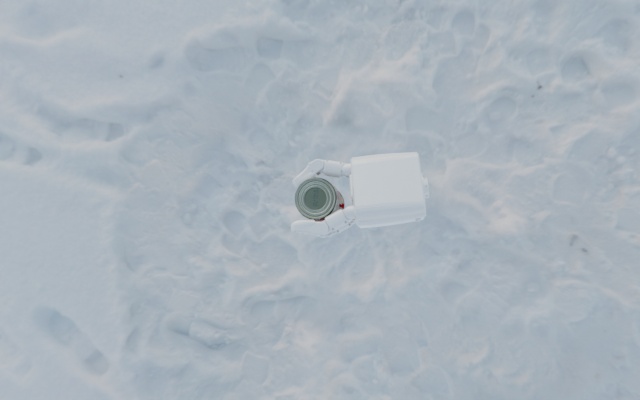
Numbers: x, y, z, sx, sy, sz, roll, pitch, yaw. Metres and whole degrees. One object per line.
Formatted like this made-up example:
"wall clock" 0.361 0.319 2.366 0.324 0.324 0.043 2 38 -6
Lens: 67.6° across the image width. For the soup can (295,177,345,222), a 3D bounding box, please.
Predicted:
"soup can" 0.000 0.002 0.782 0.068 0.068 0.102 0 -6 9
